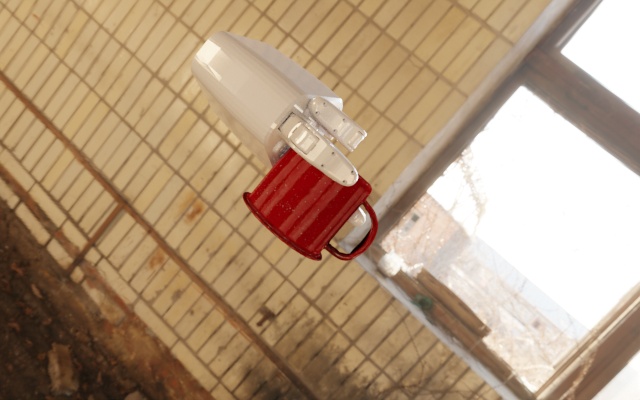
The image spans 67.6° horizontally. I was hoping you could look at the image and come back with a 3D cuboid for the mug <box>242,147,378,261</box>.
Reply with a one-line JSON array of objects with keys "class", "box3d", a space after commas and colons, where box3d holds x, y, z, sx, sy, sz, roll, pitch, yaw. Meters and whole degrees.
[{"class": "mug", "box3d": [0.001, 0.002, 0.426, 0.117, 0.081, 0.093, 42, 6, 13]}]
